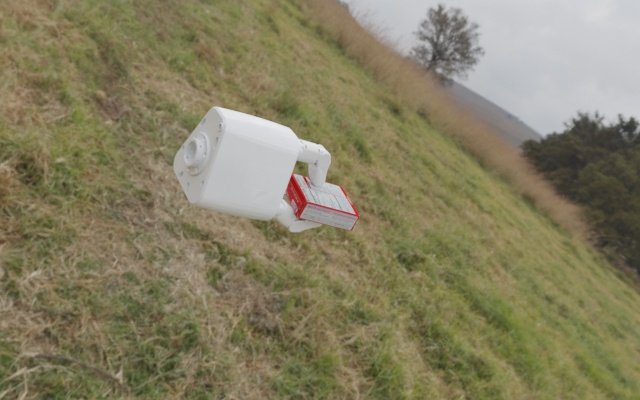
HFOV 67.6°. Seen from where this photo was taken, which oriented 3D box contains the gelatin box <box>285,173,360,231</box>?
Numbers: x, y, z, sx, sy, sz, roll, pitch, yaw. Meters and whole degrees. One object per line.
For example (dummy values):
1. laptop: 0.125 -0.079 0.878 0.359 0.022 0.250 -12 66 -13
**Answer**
1. gelatin box: 0.001 0.002 0.649 0.089 0.030 0.073 14 28 -29
